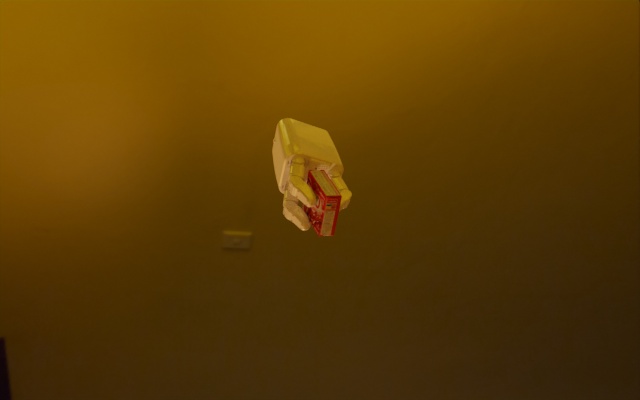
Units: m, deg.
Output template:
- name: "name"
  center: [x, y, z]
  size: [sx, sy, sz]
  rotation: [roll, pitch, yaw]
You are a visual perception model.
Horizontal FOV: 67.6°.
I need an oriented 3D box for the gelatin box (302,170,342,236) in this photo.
- name: "gelatin box"
  center: [0.001, 0.003, 0.760]
  size: [0.030, 0.073, 0.089]
  rotation: [-2, 32, -21]
